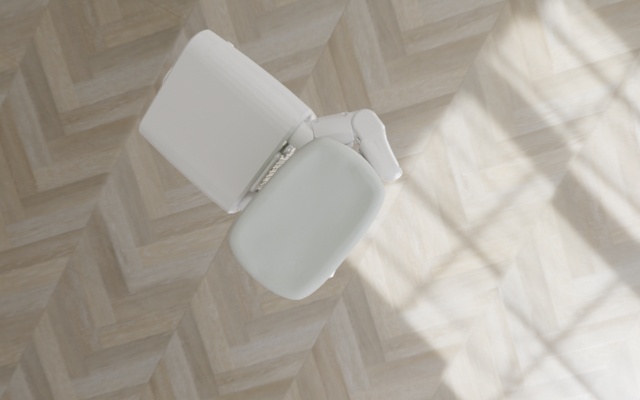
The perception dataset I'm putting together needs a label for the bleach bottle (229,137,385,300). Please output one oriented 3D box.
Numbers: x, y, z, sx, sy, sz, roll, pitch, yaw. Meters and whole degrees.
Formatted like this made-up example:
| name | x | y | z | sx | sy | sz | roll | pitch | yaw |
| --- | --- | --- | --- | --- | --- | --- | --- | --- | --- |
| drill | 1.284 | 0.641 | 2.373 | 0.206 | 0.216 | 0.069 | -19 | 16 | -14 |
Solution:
| name | x | y | z | sx | sy | sz | roll | pitch | yaw |
| --- | --- | --- | --- | --- | --- | --- | --- | --- | --- |
| bleach bottle | 0.000 | 0.001 | 0.408 | 0.068 | 0.102 | 0.251 | 41 | 5 | 0 |
